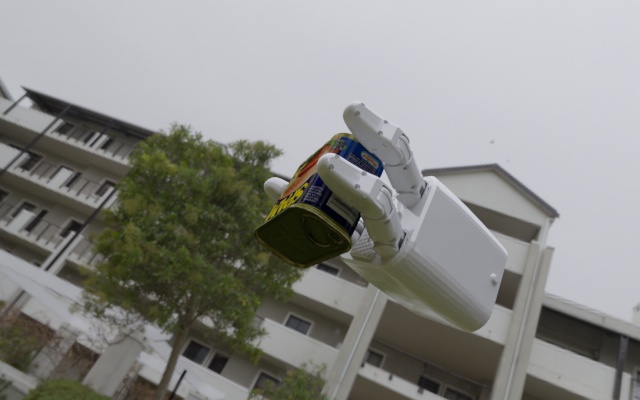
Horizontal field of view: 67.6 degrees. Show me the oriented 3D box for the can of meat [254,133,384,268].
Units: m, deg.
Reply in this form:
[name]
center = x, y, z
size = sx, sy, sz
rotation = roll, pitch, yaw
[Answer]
[can of meat]
center = 0.000, 0.001, 0.401
size = 0.057, 0.084, 0.102
rotation = 38, -32, -13
